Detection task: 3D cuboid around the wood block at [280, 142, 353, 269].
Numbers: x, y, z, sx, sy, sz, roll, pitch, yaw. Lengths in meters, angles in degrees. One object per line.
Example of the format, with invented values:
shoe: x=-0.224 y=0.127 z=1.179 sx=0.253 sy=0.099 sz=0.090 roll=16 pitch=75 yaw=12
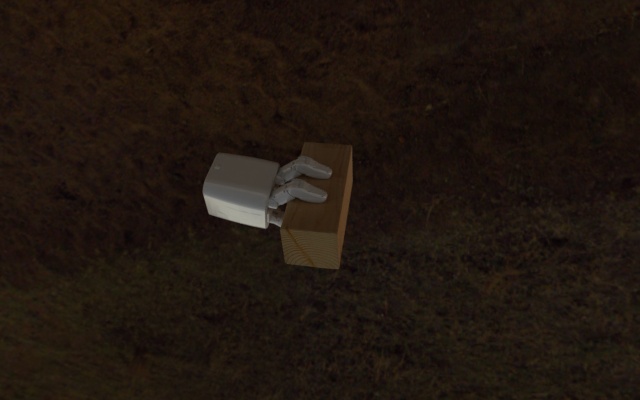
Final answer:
wood block: x=0.000 y=0.003 z=0.805 sx=0.090 sy=0.206 sz=0.091 roll=5 pitch=-44 yaw=8
